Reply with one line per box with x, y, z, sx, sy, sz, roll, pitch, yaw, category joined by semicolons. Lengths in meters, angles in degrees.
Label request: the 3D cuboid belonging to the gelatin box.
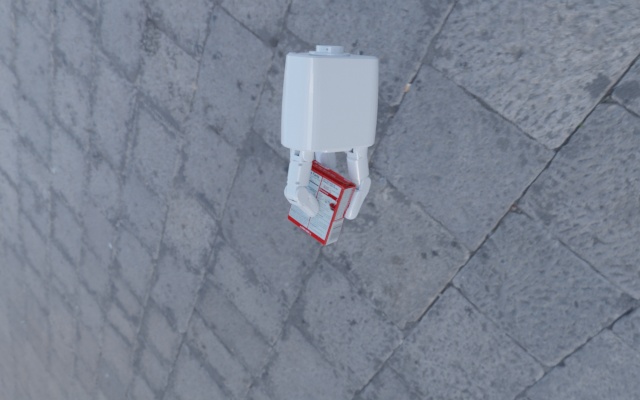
0.000;0.002;0.623;0.073;0.089;0.030;33;29;31;gelatin box
